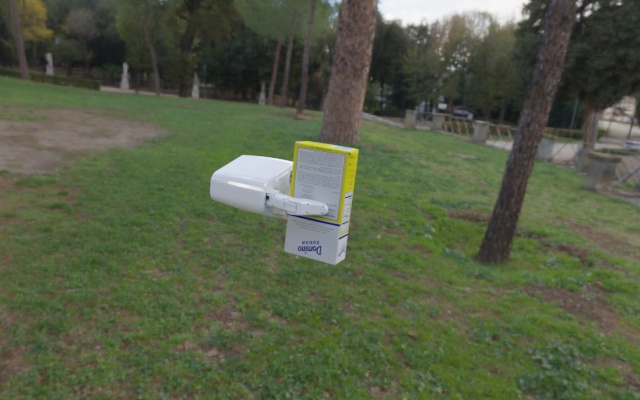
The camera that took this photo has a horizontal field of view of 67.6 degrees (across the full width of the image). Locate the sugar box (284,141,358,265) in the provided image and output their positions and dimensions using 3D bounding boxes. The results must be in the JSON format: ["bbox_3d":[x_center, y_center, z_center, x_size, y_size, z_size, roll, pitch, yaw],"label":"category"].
[{"bbox_3d":[0.000,0.002,0.738,0.093,0.176,0.048,13,16,24],"label":"sugar box"}]
